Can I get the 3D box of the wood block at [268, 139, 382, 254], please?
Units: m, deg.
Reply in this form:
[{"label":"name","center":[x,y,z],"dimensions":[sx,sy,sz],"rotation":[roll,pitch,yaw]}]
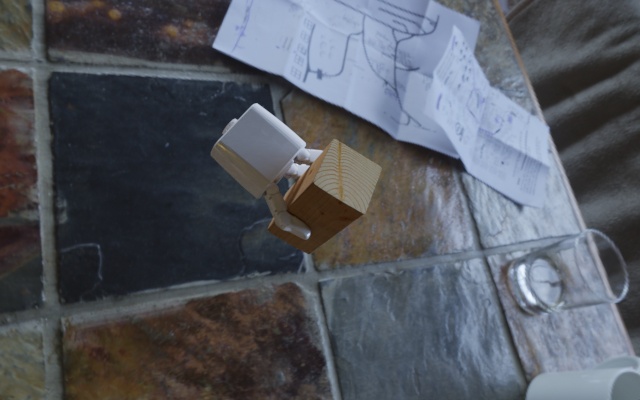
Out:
[{"label":"wood block","center":[0.000,0.003,0.775],"dimensions":[0.090,0.090,0.206],"rotation":[31,-31,-10]}]
